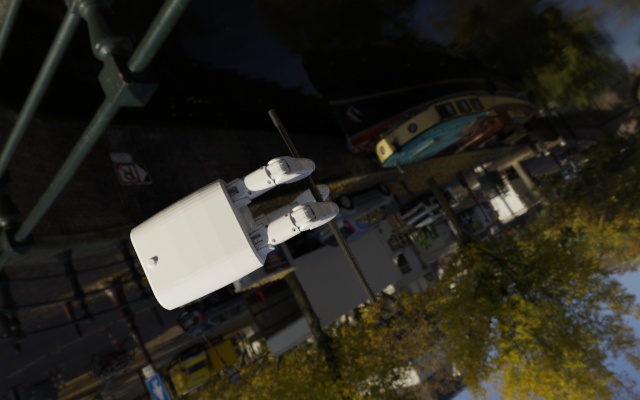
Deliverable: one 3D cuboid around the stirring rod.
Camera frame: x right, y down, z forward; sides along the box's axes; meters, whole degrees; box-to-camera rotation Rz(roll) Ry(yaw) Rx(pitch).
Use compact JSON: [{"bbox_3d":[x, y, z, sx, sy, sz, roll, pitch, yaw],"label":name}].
[{"bbox_3d":[0.000,0.002,0.515,0.011,0.239,0.011,-27,-13,-7],"label":"stirring rod"}]
